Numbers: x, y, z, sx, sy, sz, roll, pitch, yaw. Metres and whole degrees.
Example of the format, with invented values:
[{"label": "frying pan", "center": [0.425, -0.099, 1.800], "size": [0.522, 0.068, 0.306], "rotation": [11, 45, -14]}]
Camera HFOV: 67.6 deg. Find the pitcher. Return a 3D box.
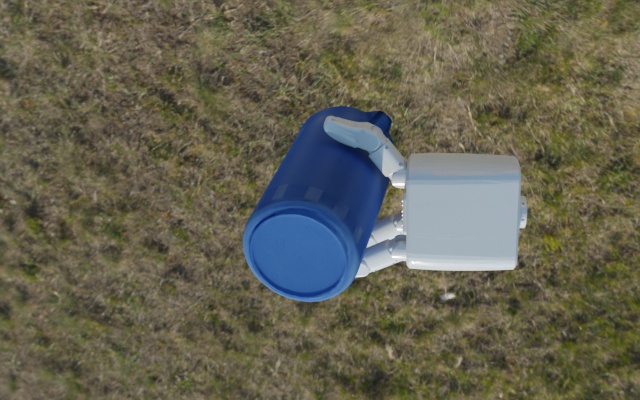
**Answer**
[{"label": "pitcher", "center": [0.000, 0.002, 0.522], "size": [0.145, 0.149, 0.242], "rotation": [2, 28, 13]}]
